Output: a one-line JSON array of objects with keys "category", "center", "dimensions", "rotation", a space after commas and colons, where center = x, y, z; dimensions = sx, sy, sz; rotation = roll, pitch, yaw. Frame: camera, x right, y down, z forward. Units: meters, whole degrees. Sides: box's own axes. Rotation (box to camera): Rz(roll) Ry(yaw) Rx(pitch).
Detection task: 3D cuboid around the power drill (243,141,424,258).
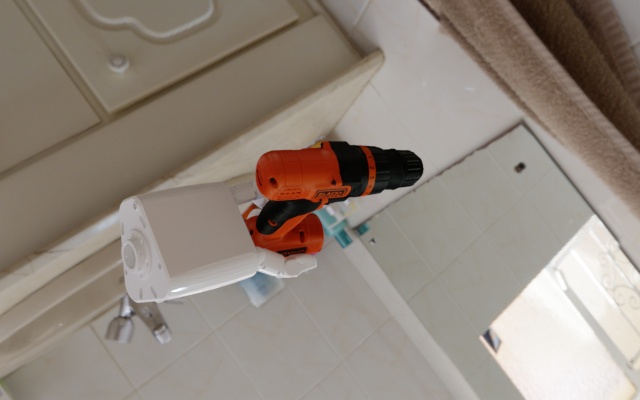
[{"category": "power drill", "center": [0.000, 0.002, 0.529], "dimensions": [0.184, 0.057, 0.188], "rotation": [-3, -28, -27]}]
